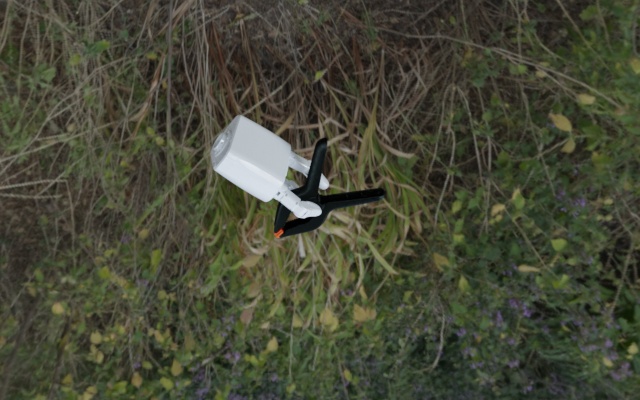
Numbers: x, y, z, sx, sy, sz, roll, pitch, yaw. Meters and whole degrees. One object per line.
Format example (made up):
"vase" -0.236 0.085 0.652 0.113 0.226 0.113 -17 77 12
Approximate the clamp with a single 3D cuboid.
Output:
"clamp" 0.000 0.004 0.854 0.164 0.210 0.036 33 28 -24
